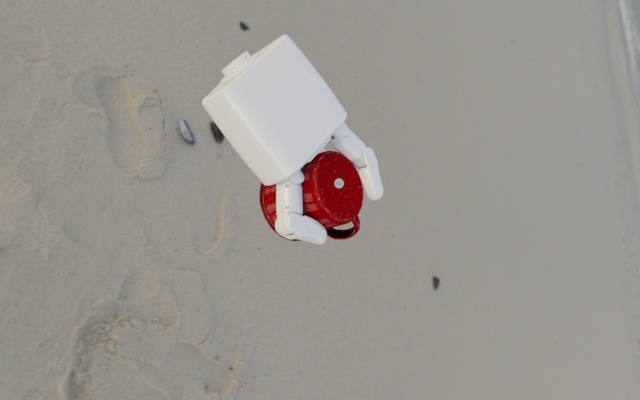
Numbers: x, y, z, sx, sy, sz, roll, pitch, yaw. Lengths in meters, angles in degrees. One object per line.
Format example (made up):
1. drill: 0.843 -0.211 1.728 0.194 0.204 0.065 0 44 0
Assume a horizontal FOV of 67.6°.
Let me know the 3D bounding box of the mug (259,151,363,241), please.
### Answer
1. mug: 0.001 0.003 0.538 0.081 0.117 0.093 -17 31 43
